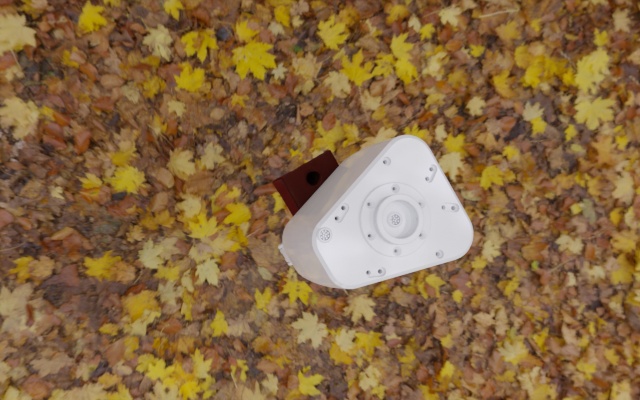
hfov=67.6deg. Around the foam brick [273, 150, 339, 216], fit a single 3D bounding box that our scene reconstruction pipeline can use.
[{"bbox_3d":[0.000,0.001,0.436,0.053,0.078,0.051,-31,3,-13],"label":"foam brick"}]
